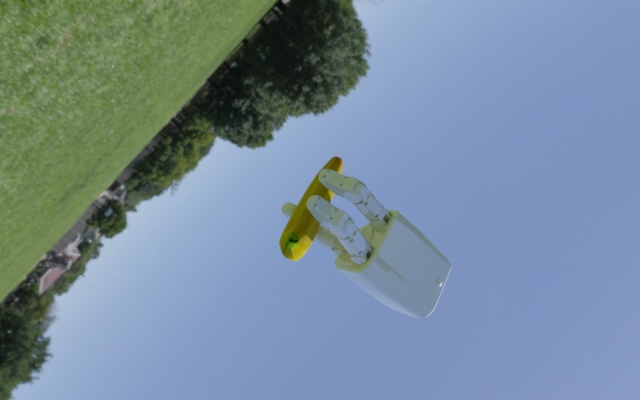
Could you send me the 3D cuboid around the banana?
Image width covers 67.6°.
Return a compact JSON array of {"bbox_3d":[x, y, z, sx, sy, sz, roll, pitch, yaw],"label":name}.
[{"bbox_3d":[-0.011,0.015,0.590,0.037,0.070,0.197,36,35,-8],"label":"banana"}]
